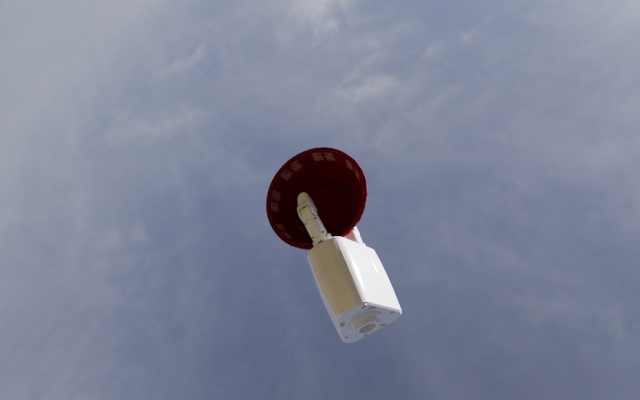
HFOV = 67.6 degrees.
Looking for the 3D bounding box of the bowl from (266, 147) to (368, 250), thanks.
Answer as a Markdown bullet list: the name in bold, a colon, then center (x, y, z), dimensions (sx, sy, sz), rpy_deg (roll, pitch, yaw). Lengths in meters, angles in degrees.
- **bowl**: center (0.000, 0.001, 0.734), dimensions (0.162, 0.162, 0.055), rpy_deg (0, -18, 21)
